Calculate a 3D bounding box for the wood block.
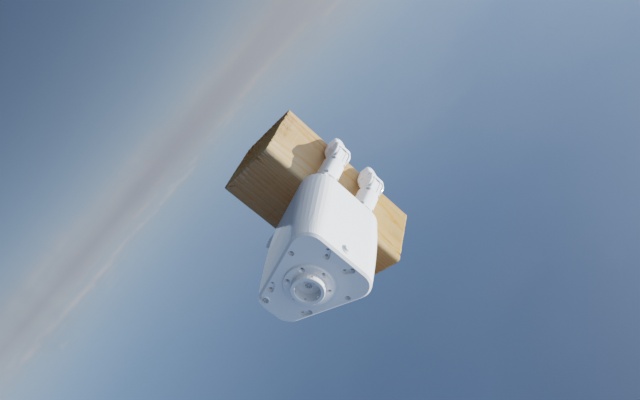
[{"bbox_3d":[0.000,0.002,0.591,0.091,0.206,0.090,-36,21,37],"label":"wood block"}]
